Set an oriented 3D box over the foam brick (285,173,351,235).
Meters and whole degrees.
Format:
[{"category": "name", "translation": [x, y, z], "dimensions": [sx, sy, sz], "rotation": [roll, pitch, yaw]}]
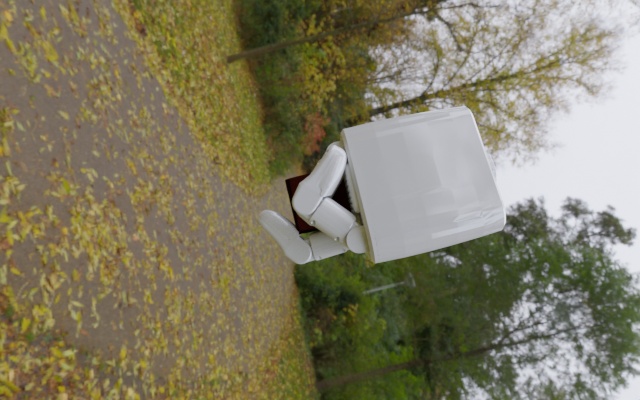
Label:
[{"category": "foam brick", "translation": [0.000, 0.001, 0.455], "dimensions": [0.051, 0.053, 0.078], "rotation": [-13, -1, 1]}]
